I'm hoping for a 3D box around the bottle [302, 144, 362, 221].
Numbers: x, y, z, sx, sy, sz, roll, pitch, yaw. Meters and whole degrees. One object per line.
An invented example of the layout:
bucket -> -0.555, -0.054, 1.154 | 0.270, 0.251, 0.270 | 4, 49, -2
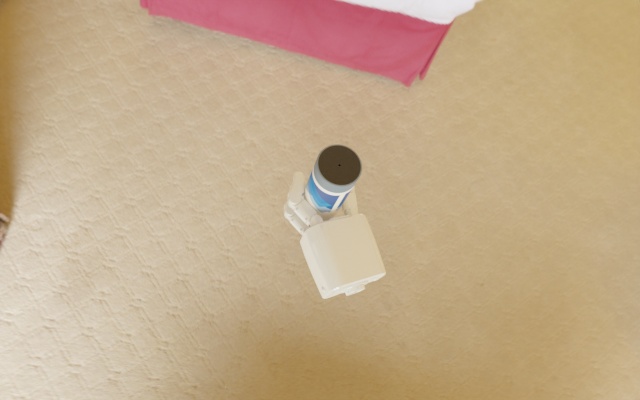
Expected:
bottle -> 0.000, 0.002, 0.807 | 0.069, 0.069, 0.296 | 0, -21, -11
